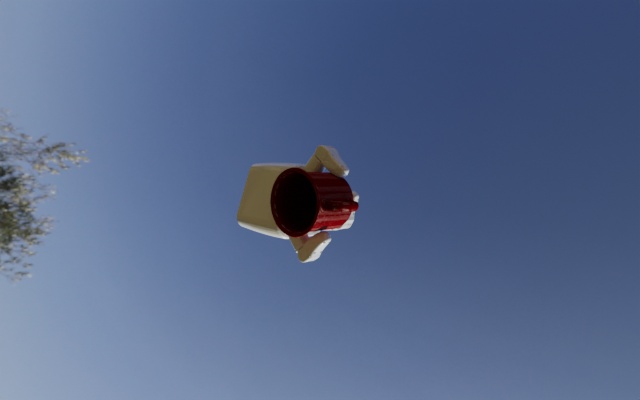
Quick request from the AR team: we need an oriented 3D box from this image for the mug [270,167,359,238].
[{"bbox_3d":[0.001,0.002,0.652,0.117,0.093,0.081,4,5,42],"label":"mug"}]
